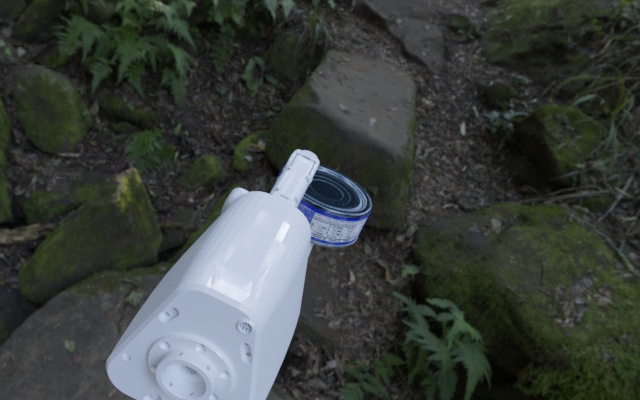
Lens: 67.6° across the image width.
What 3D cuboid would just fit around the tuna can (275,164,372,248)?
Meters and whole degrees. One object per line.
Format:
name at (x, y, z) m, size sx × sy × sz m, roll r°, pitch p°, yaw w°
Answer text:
tuna can at (0.000, 0.001, 0.412) m, size 0.086 × 0.034 × 0.086 m, roll 20°, pitch 26°, yaw -10°
